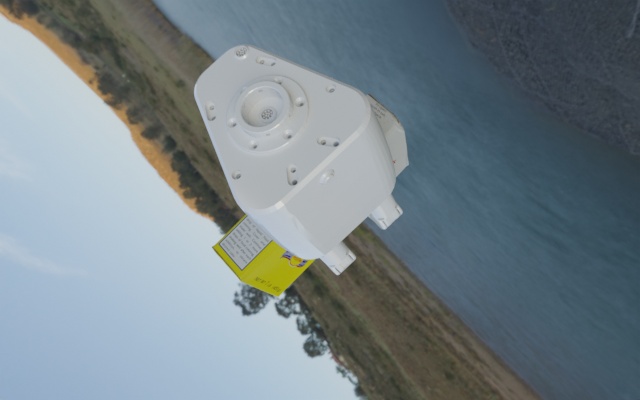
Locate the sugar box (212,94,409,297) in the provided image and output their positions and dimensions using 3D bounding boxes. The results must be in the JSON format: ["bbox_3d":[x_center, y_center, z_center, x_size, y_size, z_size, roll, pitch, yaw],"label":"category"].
[{"bbox_3d":[0.000,0.002,0.410,0.048,0.176,0.093,46,-2,23],"label":"sugar box"}]
